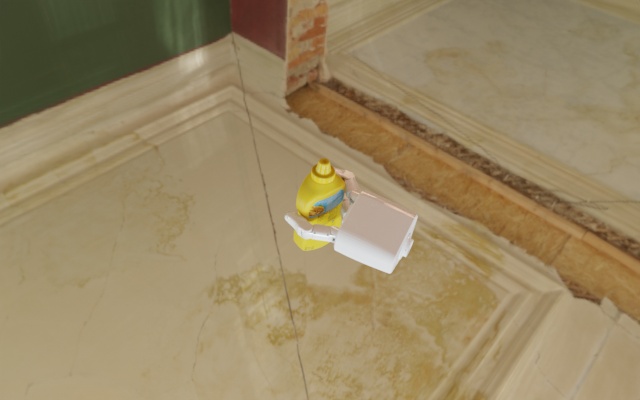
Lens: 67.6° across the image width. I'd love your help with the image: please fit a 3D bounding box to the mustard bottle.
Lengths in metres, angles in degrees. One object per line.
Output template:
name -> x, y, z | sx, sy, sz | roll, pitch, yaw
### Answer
mustard bottle -> 0.000, 0.003, 0.854 | 0.096, 0.192, 0.058 | -26, 54, -28
